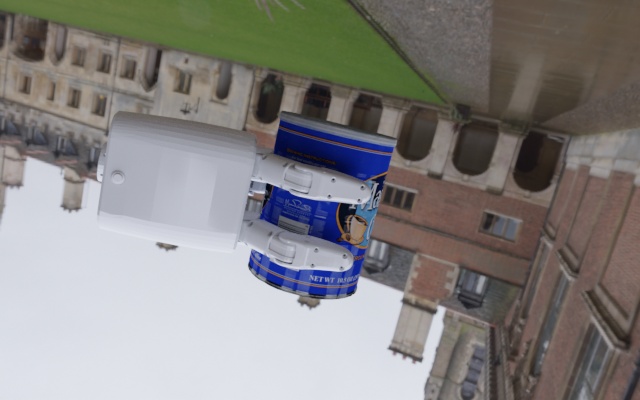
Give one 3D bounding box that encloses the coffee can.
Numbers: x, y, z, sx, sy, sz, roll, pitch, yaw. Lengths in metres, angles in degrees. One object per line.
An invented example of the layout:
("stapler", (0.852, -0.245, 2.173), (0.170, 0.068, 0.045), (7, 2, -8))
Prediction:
("coffee can", (0.000, 0.001, 0.423), (0.103, 0.140, 0.103), (13, 11, -2))
